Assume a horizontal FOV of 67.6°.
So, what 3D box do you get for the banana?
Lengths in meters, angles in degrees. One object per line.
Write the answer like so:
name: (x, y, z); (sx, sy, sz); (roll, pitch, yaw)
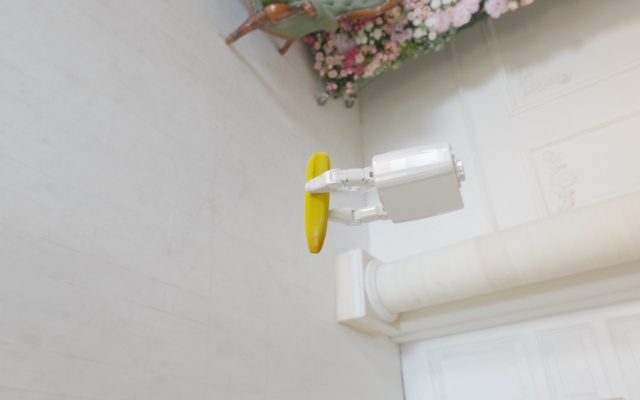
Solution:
banana: (-0.002, -0.013, 0.724); (0.037, 0.070, 0.197); (-3, 44, 7)
